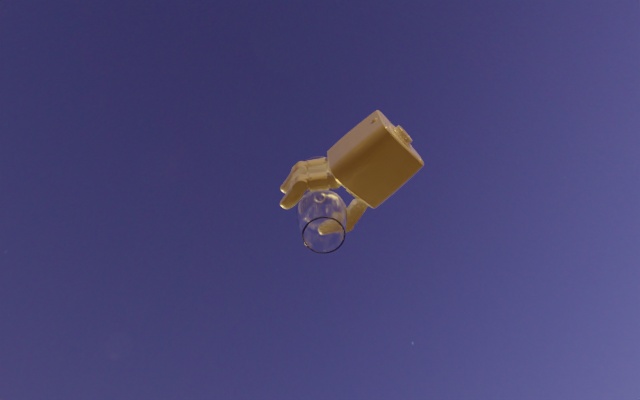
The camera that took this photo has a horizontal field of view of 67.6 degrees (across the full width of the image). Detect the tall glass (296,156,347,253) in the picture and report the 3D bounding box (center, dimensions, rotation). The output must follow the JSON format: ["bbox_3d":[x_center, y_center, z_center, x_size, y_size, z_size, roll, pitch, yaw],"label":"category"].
[{"bbox_3d":[0.000,0.002,0.764,0.079,0.079,0.201,0,29,-3],"label":"tall glass"}]
